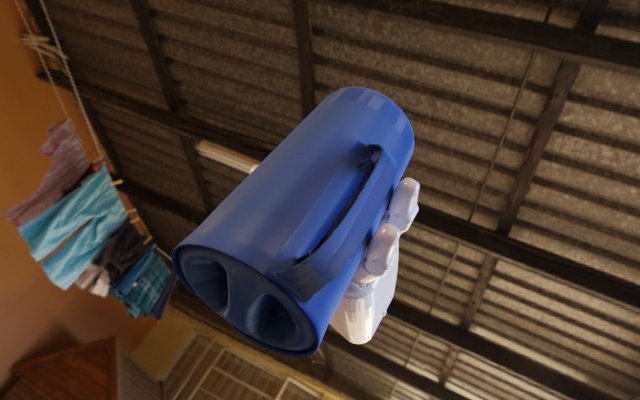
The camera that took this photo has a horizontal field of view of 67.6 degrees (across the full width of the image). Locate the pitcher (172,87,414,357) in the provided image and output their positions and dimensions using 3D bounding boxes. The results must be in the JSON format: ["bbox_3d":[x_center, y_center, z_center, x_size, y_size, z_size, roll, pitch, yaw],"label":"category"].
[{"bbox_3d":[0.000,0.002,0.423,0.149,0.145,0.242,18,52,23],"label":"pitcher"}]
